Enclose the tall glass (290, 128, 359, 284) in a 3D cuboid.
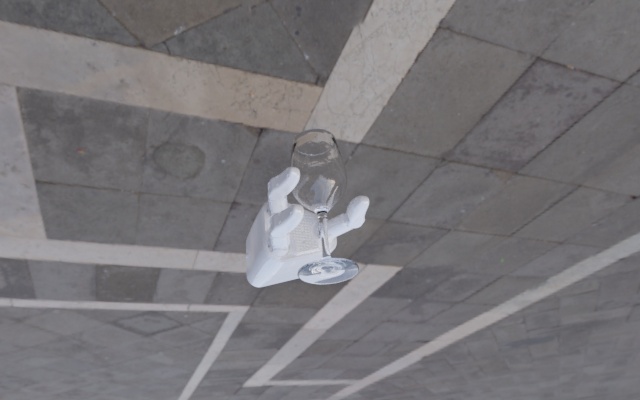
[{"bbox_3d":[0.000,0.003,0.623,0.079,0.201,0.079,-4,-31,-3],"label":"tall glass"}]
